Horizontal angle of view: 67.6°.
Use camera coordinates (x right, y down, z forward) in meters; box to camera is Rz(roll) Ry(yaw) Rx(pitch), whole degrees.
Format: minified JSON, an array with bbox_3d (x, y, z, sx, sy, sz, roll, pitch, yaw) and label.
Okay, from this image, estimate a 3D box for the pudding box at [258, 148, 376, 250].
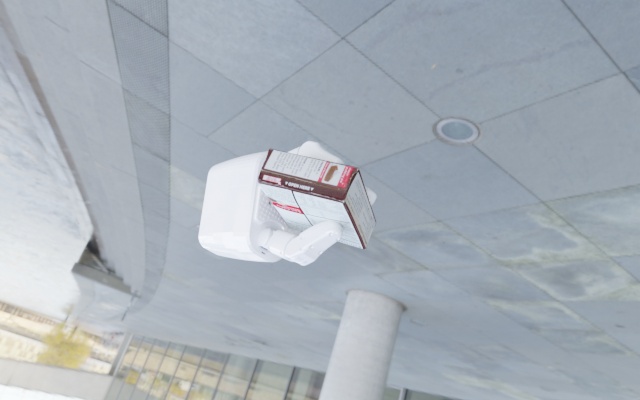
[{"bbox_3d":[0.000,0.002,0.460,0.090,0.039,0.113,13,-21,21],"label":"pudding box"}]
